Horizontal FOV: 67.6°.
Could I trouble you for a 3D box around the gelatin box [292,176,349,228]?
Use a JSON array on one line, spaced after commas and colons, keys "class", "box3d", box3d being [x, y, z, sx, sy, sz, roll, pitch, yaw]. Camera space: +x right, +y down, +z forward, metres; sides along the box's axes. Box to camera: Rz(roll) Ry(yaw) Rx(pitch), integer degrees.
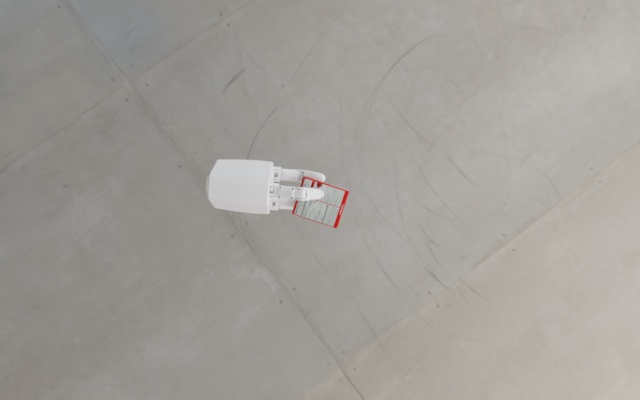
[{"class": "gelatin box", "box3d": [0.000, 0.003, 0.876, 0.089, 0.073, 0.030, 18, 4, -1]}]
